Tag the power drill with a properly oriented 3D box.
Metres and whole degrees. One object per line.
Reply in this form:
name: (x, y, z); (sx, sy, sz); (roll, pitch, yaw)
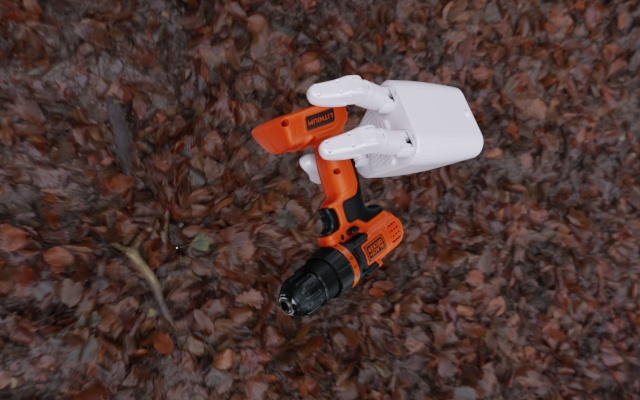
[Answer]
power drill: (0.000, 0.001, 0.488); (0.057, 0.188, 0.184); (-11, 14, 43)
